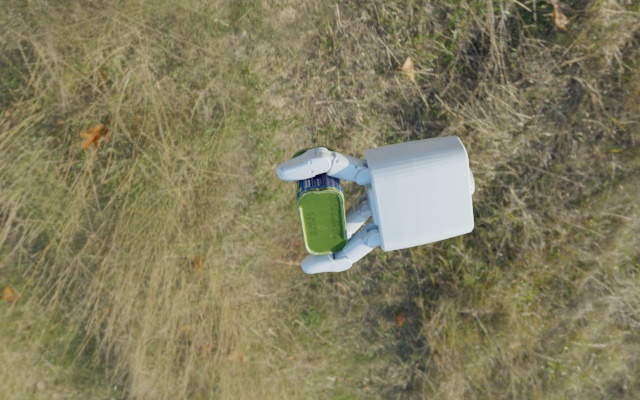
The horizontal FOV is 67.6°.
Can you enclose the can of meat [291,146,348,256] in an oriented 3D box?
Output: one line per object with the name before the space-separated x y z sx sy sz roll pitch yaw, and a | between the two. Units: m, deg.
can of meat | 0.000 0.002 0.562 0.057 0.102 0.084 -8 38 0
